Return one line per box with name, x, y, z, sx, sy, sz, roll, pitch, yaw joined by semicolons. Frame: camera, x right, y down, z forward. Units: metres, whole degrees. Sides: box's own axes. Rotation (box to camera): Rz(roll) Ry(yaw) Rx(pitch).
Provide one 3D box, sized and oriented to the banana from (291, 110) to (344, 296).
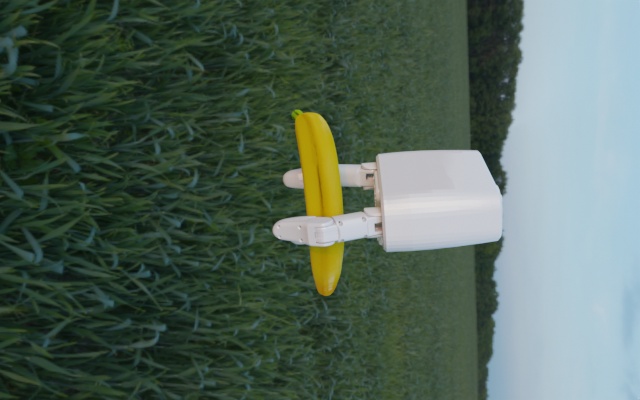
banana;0.001;-0.004;0.471;0.037;0.198;0.069;-7;-6;-5
